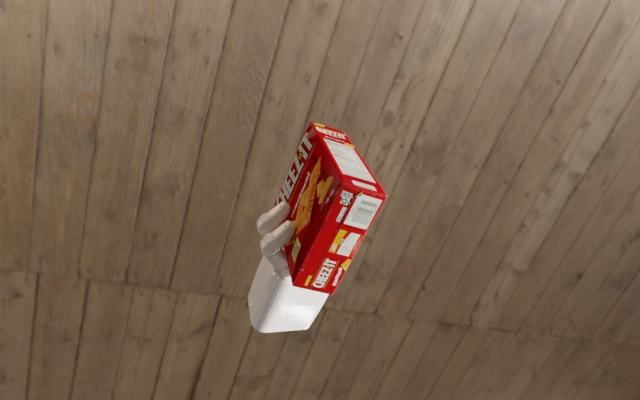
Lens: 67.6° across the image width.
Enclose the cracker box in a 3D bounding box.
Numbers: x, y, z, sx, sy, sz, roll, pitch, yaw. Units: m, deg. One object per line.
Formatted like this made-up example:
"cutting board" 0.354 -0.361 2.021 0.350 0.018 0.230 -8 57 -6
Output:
"cracker box" 0.000 0.002 0.692 0.072 0.164 0.213 16 24 -22
